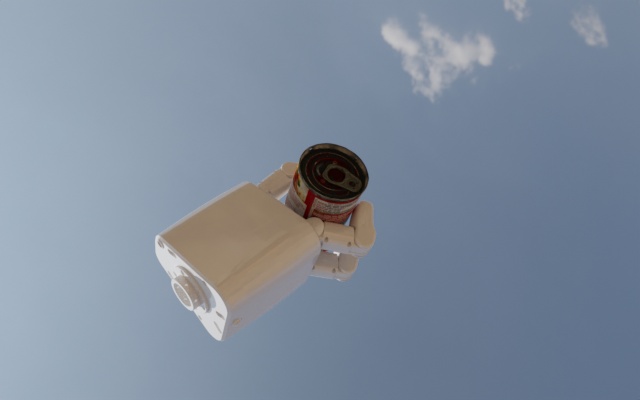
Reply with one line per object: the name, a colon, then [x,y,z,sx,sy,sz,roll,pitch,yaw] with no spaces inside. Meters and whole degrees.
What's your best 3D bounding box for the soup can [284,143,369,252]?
soup can: [0.000,0.001,0.480,0.068,0.068,0.102,0,-36,-18]
